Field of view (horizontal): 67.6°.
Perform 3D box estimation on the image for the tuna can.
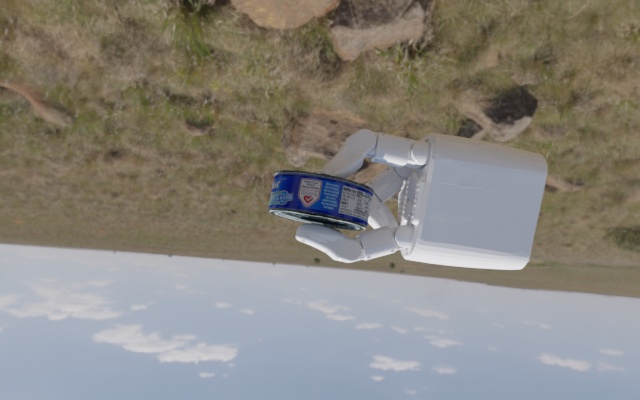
[{"bbox_3d":[0.000,0.002,0.402,0.086,0.033,0.086,10,-7,1],"label":"tuna can"}]
